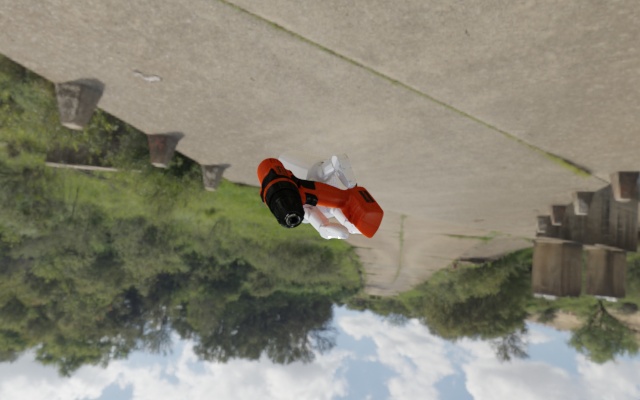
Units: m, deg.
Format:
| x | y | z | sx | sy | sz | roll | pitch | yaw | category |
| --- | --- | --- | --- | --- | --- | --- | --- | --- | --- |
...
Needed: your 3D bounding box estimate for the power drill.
| x | y | z | sx | sy | sz | roll | pitch | yaw | category |
| --- | --- | --- | --- | --- | --- | --- | --- | --- | --- |
| 0.000 | 0.002 | 0.731 | 0.188 | 0.057 | 0.184 | 17 | 22 | -24 | power drill |
